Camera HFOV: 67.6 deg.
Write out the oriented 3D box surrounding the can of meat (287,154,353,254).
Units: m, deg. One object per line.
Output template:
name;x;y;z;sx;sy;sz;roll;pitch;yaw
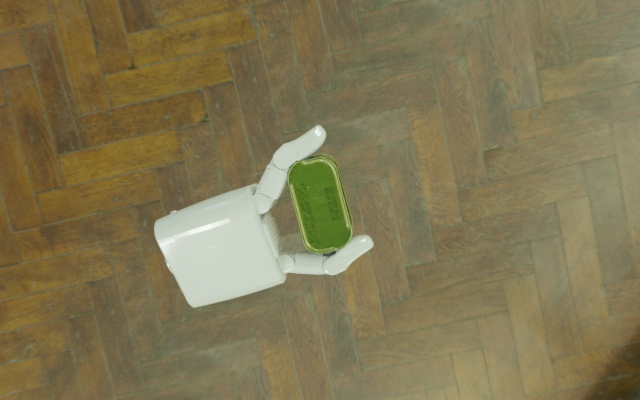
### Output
can of meat;0.000;0.002;0.513;0.057;0.102;0.084;-15;5;3
